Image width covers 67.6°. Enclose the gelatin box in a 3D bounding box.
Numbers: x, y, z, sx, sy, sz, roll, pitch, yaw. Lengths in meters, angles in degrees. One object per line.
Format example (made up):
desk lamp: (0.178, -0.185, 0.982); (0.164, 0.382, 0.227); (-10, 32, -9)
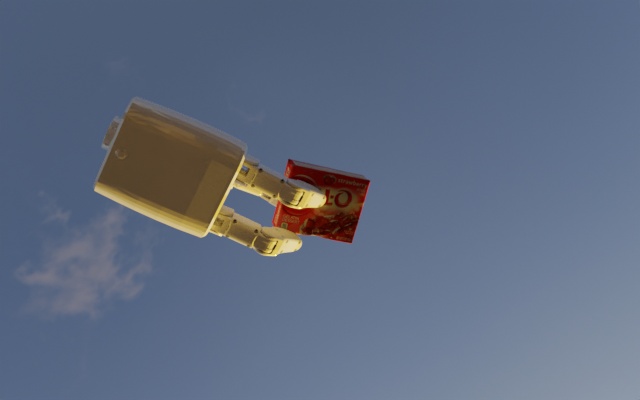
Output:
gelatin box: (0.000, 0.002, 0.509); (0.089, 0.073, 0.030); (11, 14, -17)
